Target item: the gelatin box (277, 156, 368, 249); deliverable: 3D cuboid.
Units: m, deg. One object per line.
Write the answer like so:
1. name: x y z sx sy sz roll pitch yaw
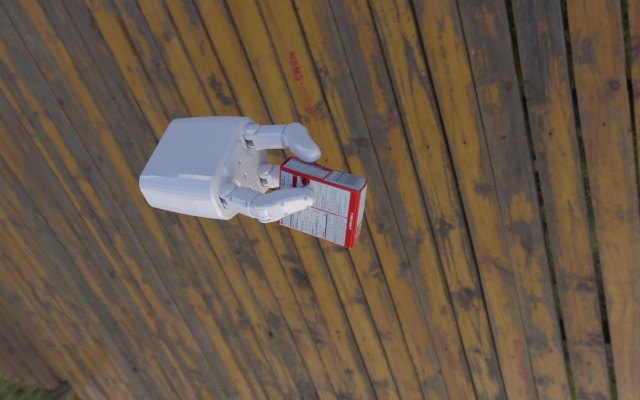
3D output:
1. gelatin box: 0.000 0.002 0.492 0.089 0.073 0.030 18 37 18
